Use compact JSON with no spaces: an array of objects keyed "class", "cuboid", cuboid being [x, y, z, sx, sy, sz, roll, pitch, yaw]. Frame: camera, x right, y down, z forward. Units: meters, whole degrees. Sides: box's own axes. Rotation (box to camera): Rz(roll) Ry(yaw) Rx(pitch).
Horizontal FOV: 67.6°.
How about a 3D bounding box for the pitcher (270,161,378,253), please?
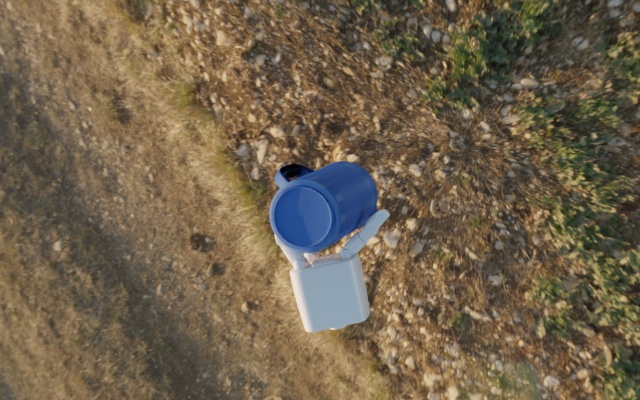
[{"class":"pitcher","cuboid":[0.000,0.003,0.787,0.149,0.145,0.243,-10,4,18]}]
